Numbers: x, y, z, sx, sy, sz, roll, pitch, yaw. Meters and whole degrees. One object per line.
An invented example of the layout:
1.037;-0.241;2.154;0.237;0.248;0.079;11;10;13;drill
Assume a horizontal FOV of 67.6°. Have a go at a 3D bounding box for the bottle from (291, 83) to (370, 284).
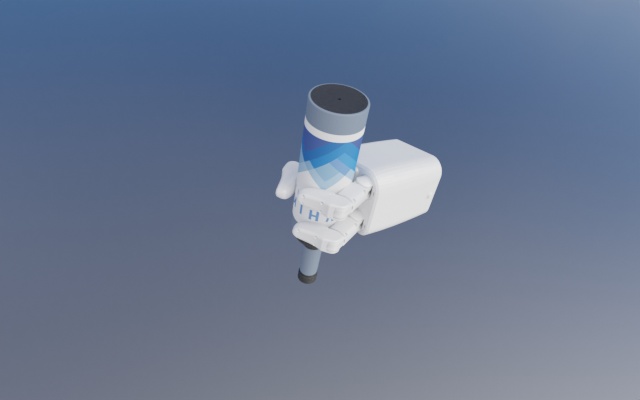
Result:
0.000;0.002;0.599;0.069;0.296;0.069;6;41;-5;bottle
